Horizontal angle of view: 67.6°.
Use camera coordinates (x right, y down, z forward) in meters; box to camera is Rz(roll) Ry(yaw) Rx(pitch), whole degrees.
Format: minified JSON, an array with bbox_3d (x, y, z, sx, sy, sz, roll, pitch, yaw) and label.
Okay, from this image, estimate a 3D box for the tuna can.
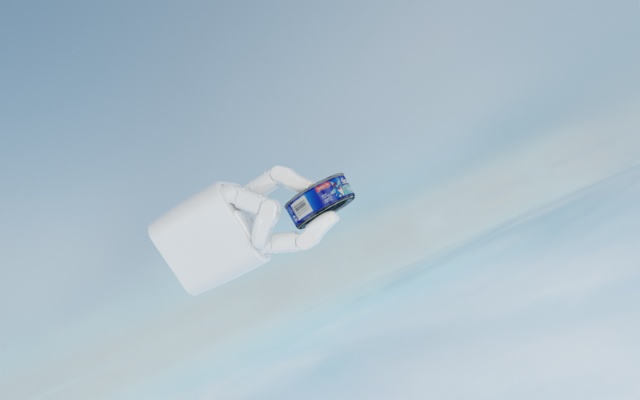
[{"bbox_3d":[0.000,0.002,0.597,0.086,0.033,0.086,-29,-9,-5],"label":"tuna can"}]
